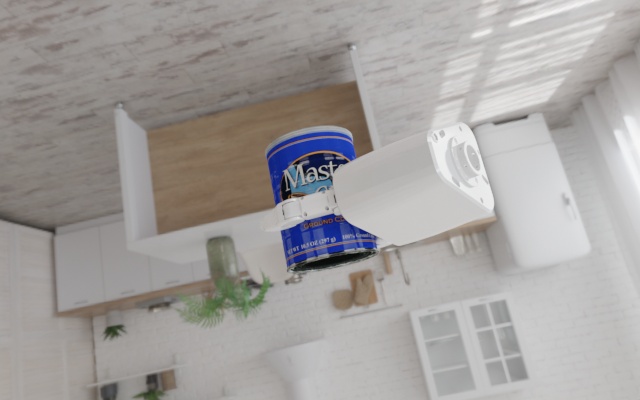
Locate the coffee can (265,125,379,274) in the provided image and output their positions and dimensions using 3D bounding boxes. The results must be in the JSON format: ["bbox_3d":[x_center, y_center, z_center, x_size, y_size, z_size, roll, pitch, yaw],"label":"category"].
[{"bbox_3d":[0.000,0.002,0.535,0.103,0.140,0.103,-11,-15,-3],"label":"coffee can"}]
